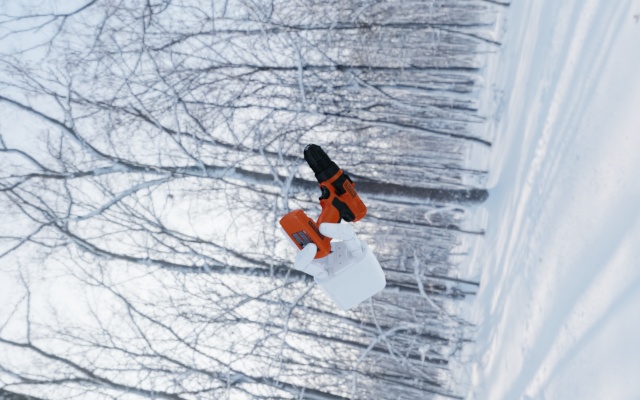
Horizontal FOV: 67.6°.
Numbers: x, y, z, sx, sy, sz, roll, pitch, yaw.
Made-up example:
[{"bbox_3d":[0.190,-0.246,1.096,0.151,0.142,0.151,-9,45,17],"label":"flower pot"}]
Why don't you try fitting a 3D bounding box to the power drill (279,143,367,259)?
[{"bbox_3d":[0.000,0.003,0.896,0.057,0.184,0.187,-24,20,43],"label":"power drill"}]
